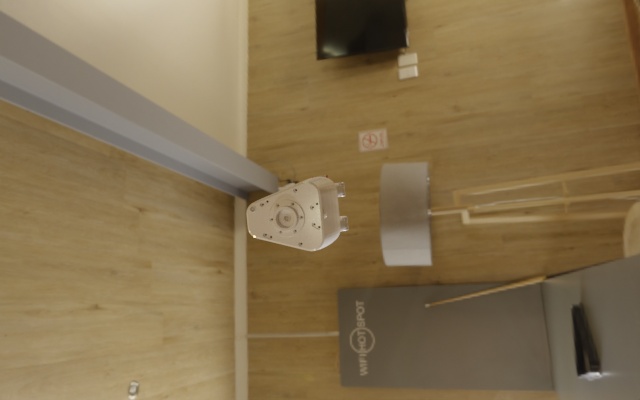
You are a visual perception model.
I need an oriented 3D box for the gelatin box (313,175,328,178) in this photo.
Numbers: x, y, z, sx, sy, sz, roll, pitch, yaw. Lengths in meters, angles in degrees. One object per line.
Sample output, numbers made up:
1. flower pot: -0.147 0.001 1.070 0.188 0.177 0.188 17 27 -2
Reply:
1. gelatin box: 0.000 0.003 0.809 0.030 0.073 0.089 -6 15 8
